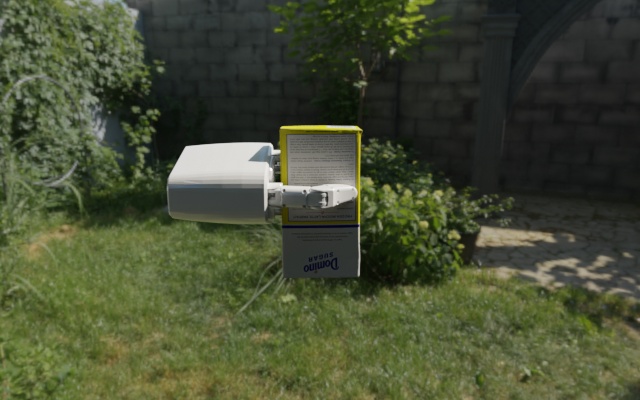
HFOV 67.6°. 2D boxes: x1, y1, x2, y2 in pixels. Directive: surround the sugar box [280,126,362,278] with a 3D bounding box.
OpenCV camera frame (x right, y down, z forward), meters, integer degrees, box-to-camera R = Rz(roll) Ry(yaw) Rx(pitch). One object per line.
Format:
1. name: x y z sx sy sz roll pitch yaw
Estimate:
1. sugar box: 0.000 0.002 0.563 0.093 0.176 0.048 0 13 -1
